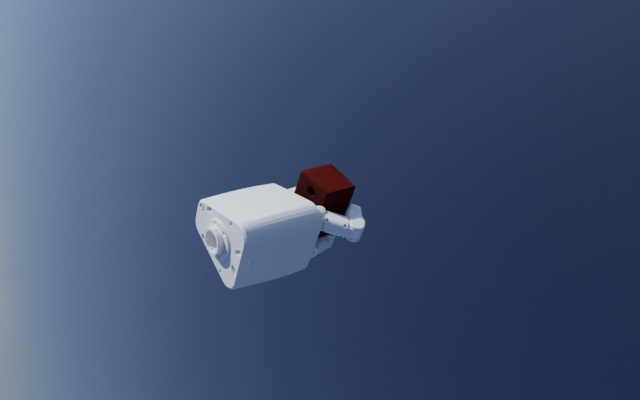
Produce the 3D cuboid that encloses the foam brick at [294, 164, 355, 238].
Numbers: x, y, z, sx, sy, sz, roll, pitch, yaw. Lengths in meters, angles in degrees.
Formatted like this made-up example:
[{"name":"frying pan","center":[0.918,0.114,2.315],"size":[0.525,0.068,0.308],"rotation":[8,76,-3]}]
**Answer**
[{"name":"foam brick","center":[0.000,0.002,0.613],"size":[0.051,0.078,0.053],"rotation":[-14,44,-41]}]
